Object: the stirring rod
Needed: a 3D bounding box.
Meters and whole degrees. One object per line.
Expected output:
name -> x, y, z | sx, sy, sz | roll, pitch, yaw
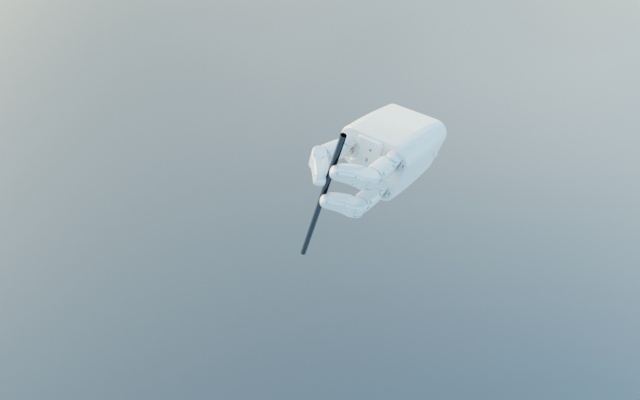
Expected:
stirring rod -> 0.000, 0.002, 0.635 | 0.011, 0.011, 0.240 | 0, -40, -16
